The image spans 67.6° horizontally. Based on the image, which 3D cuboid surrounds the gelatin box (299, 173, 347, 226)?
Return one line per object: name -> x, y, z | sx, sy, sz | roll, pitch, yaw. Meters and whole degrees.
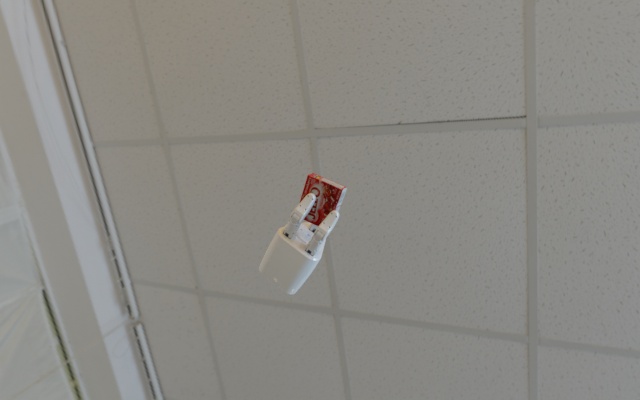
gelatin box -> 0.000, 0.003, 0.898 | 0.073, 0.089, 0.030 | 24, 21, 15
